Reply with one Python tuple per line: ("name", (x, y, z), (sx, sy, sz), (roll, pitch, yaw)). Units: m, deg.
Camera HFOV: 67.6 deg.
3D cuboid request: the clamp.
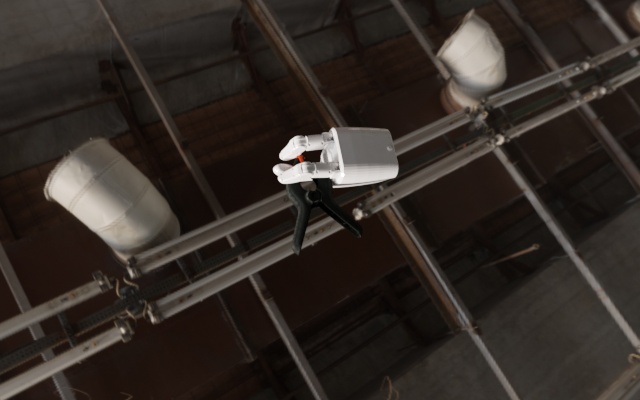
("clamp", (0.000, 0.003, 0.797), (0.120, 0.171, 0.039), (-4, -20, -17))
